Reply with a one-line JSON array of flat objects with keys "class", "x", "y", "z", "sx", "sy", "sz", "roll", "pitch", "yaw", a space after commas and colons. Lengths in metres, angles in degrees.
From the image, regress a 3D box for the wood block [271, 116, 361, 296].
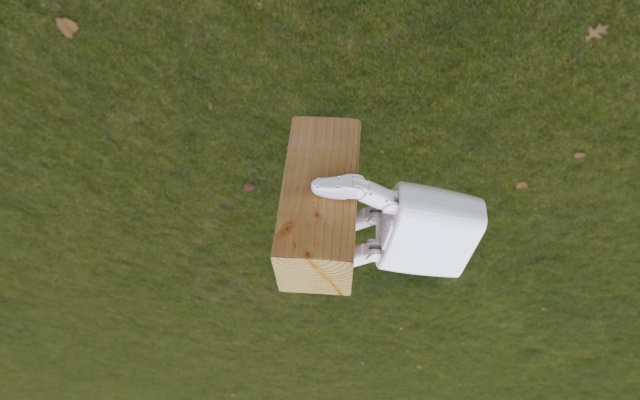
[{"class": "wood block", "x": 0.000, "y": 0.002, "z": 0.593, "sx": 0.090, "sy": 0.206, "sz": 0.091, "roll": 3, "pitch": -34, "yaw": 3}]
